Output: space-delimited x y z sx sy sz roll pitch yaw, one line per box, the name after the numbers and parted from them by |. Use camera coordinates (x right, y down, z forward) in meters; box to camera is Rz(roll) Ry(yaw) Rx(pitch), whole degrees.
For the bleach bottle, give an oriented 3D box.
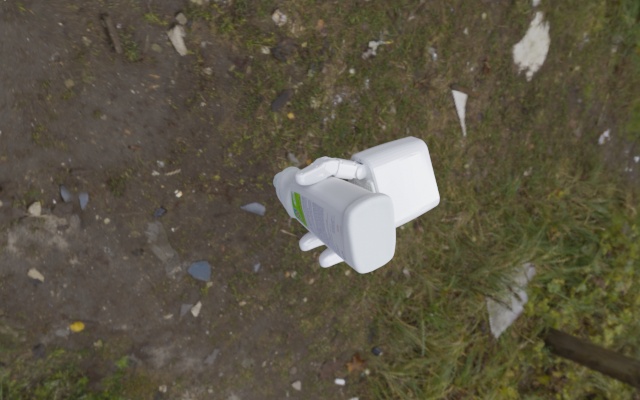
0.000 0.002 0.663 0.068 0.103 0.250 -22 30 -24 | bleach bottle
